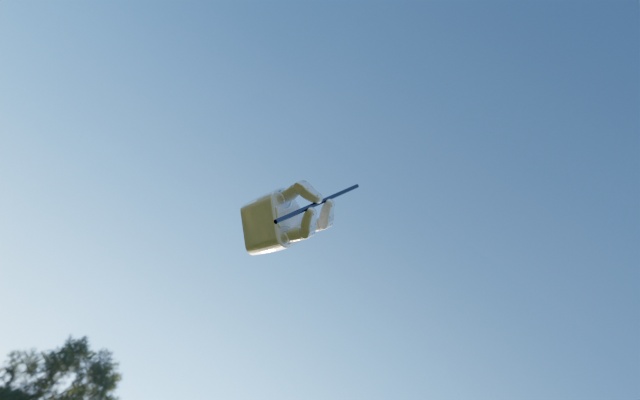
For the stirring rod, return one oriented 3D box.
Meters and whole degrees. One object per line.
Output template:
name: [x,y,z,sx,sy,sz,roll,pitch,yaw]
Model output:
stirring rod: [0.000,0.003,0.863,0.011,0.011,0.239,0,15,39]
